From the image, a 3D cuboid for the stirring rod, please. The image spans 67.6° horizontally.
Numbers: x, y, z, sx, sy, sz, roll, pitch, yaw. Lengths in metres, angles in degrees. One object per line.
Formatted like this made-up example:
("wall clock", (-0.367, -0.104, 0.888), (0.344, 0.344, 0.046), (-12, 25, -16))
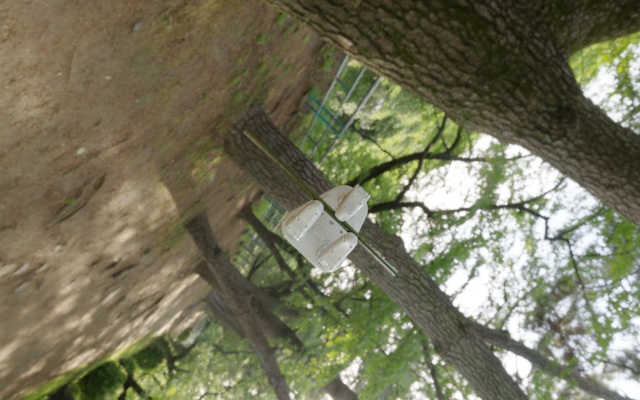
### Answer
("stirring rod", (0.000, 0.002, 0.553), (0.239, 0.011, 0.011), (44, 1, 1))
